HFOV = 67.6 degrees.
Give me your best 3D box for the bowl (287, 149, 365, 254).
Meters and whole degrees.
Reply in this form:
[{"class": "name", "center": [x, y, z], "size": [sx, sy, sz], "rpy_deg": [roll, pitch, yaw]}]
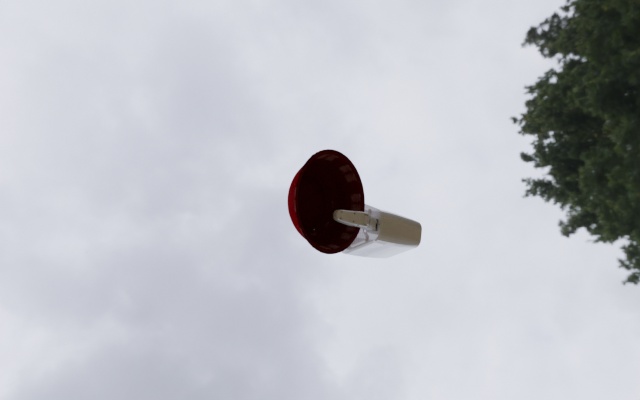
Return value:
[{"class": "bowl", "center": [-0.001, 0.002, 0.750], "size": [0.055, 0.162, 0.162], "rpy_deg": [-2, -1, 43]}]
